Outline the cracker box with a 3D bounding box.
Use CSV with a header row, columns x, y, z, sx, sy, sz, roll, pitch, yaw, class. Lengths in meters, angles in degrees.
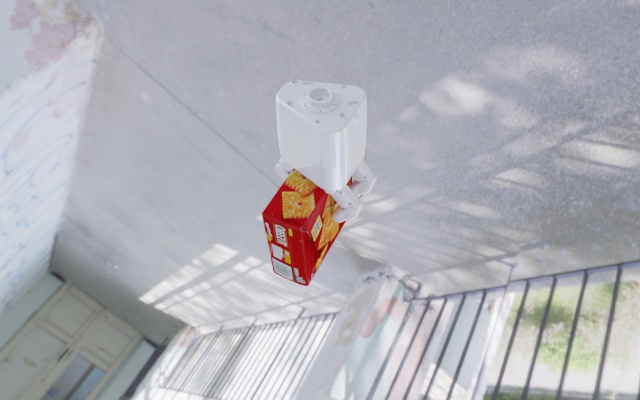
x,y,z,sx,sy,sz,roll,pitch,yaw,class
0.000,0.002,0.736,0.072,0.213,0.164,22,-34,18,cracker box
